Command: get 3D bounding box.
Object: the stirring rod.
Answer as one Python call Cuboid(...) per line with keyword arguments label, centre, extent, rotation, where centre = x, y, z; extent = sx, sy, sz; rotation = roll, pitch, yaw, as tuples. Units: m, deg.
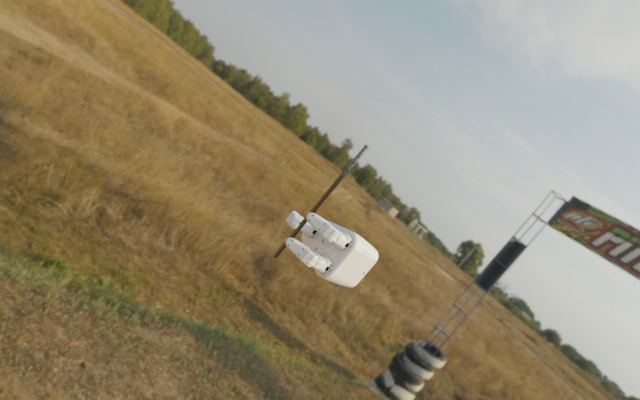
Cuboid(label="stirring rod", centre=(0.000, 0.003, 0.793), extent=(0.011, 0.239, 0.011), rotation=(40, 4, -3))
